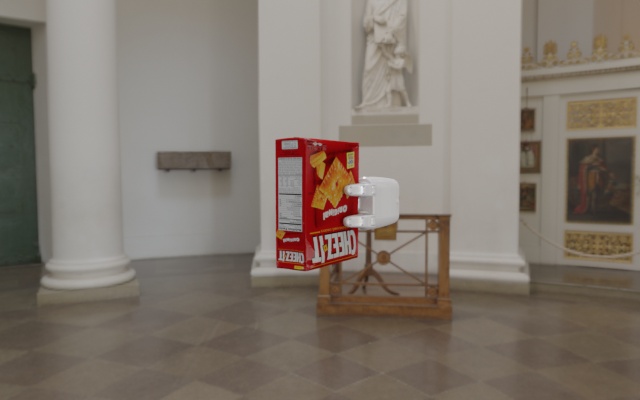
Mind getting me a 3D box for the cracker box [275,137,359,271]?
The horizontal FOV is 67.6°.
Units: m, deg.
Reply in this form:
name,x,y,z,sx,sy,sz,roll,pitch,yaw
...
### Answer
name,x,y,z,sx,sy,sz,roll,pitch,yaw
cracker box,0.000,0.003,0.823,0.072,0.214,0.164,2,4,36
